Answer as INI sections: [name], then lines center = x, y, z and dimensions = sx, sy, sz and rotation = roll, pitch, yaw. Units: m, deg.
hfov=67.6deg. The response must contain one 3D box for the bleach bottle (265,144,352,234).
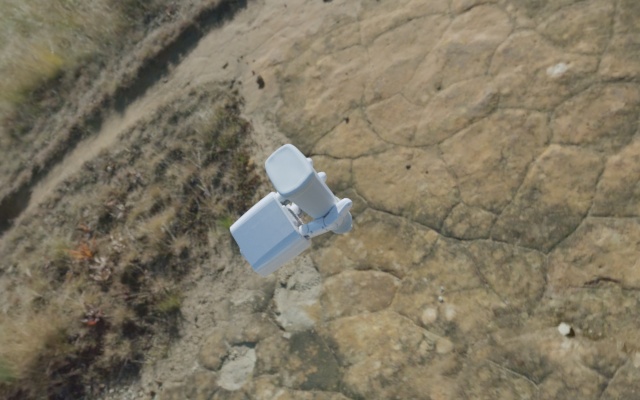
[bleach bottle]
center = 0.000, 0.003, 0.859
dimensions = 0.068, 0.102, 0.251
rotation = -38, -38, 5
